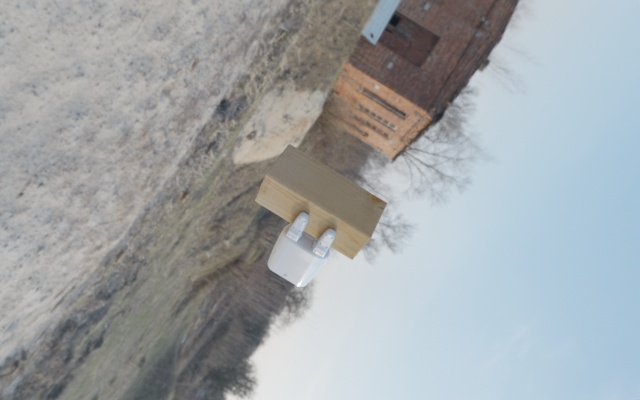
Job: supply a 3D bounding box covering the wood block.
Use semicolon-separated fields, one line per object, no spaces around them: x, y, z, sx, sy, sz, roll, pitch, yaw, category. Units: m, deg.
0.000;0.003;0.856;0.206;0.090;0.090;31;-40;0;wood block
